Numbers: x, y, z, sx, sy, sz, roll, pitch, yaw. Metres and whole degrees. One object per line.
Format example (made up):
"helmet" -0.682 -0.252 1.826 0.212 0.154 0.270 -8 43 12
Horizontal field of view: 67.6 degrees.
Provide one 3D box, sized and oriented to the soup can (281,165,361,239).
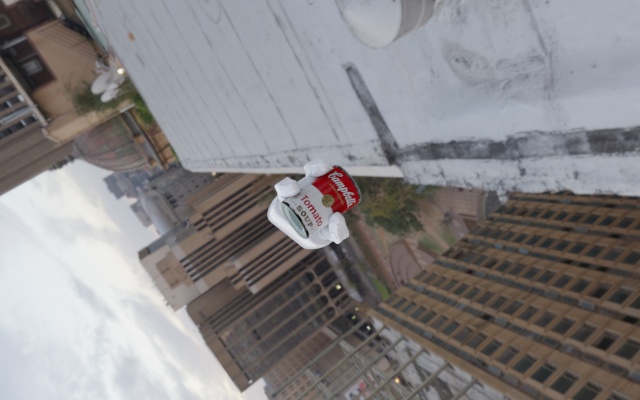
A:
"soup can" 0.000 0.003 0.708 0.102 0.068 0.068 -35 11 -17
